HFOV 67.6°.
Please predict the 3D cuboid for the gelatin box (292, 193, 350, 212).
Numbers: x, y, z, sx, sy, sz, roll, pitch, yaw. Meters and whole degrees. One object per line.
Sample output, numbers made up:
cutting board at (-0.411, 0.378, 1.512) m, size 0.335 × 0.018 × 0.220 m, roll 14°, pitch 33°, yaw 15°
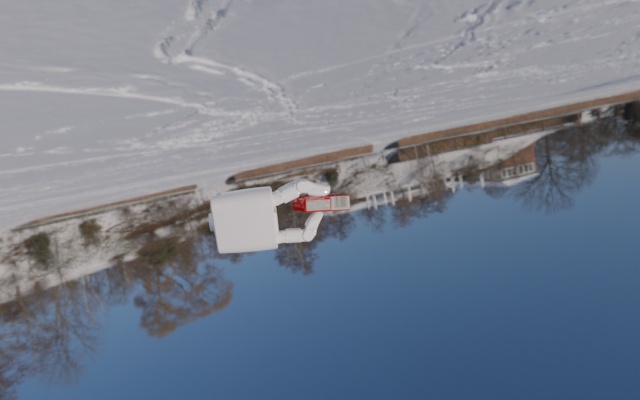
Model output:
gelatin box at (0.000, 0.003, 0.876) m, size 0.089 × 0.030 × 0.073 m, roll -3°, pitch 4°, yaw -19°
